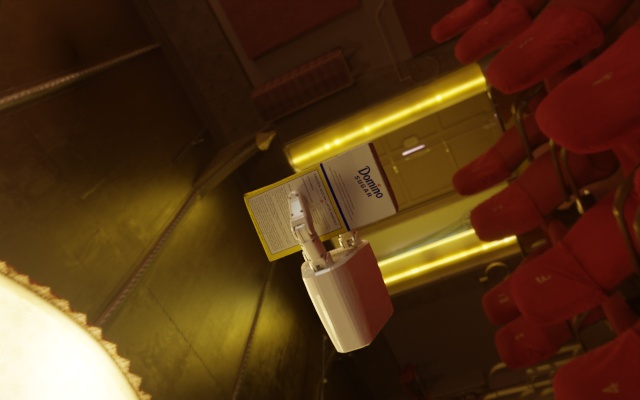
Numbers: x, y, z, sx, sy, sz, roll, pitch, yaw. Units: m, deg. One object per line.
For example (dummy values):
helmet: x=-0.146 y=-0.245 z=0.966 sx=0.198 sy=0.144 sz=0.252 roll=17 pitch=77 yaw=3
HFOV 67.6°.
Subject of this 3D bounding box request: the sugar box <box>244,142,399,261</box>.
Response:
sugar box: x=0.000 y=0.002 z=0.601 sx=0.176 sy=0.093 sz=0.048 roll=-22 pitch=4 yaw=14
